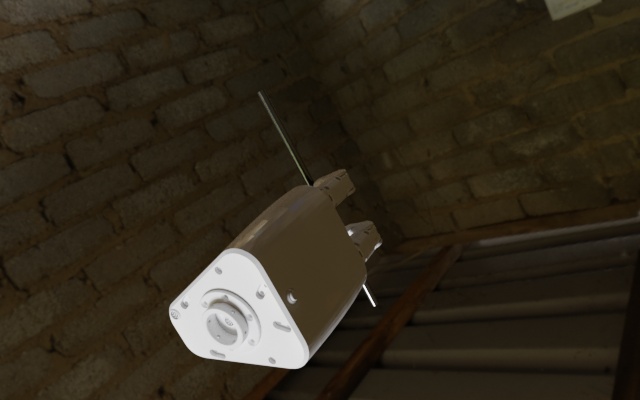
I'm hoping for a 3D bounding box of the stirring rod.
[{"bbox_3d":[0.000,0.001,0.470,0.011,0.239,0.011,-27,10,5],"label":"stirring rod"}]
